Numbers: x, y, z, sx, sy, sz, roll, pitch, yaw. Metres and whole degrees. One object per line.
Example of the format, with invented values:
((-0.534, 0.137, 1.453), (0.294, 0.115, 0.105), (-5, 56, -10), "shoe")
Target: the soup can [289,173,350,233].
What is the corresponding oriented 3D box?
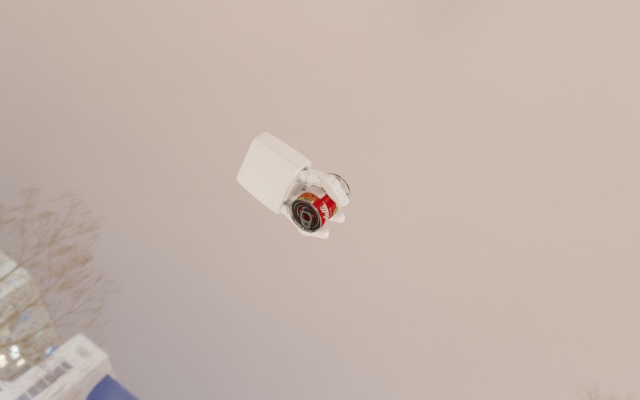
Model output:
((0.001, 0.003, 0.859), (0.068, 0.068, 0.102), (0, 29, 39), "soup can")
